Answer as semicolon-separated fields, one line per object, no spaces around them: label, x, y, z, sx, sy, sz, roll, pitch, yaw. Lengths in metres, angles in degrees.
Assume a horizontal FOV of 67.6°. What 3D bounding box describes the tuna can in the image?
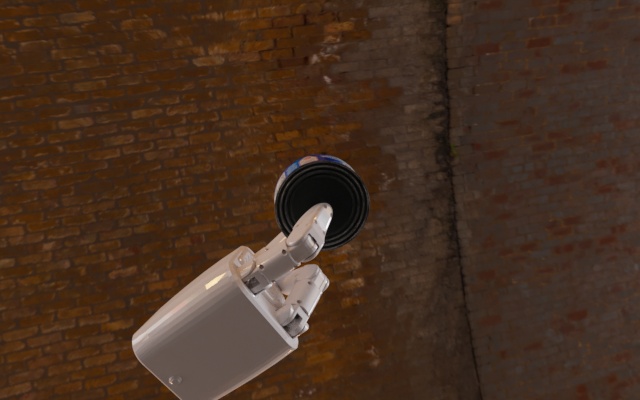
tuna can;0.000;0.001;0.441;0.086;0.086;0.033;0;18;-7
